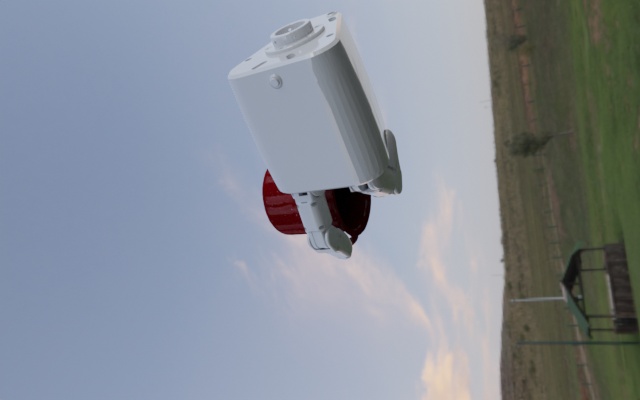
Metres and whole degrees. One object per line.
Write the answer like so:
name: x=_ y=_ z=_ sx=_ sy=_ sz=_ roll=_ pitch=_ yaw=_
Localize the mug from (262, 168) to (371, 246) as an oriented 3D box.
mug: x=0.000 y=0.003 z=0.485 sx=0.081 sy=0.117 sz=0.093 roll=-6 pitch=34 yaw=28
